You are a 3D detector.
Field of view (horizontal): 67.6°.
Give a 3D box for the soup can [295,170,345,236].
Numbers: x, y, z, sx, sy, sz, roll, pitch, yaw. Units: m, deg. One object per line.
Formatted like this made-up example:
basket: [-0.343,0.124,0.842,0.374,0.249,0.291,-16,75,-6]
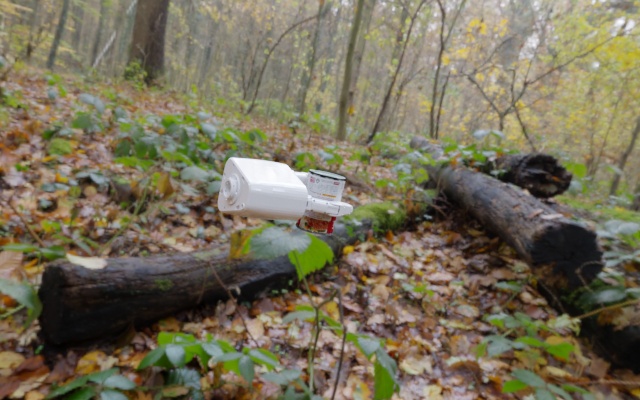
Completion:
soup can: [0.001,0.003,0.835,0.068,0.102,0.068,13,9,-2]
